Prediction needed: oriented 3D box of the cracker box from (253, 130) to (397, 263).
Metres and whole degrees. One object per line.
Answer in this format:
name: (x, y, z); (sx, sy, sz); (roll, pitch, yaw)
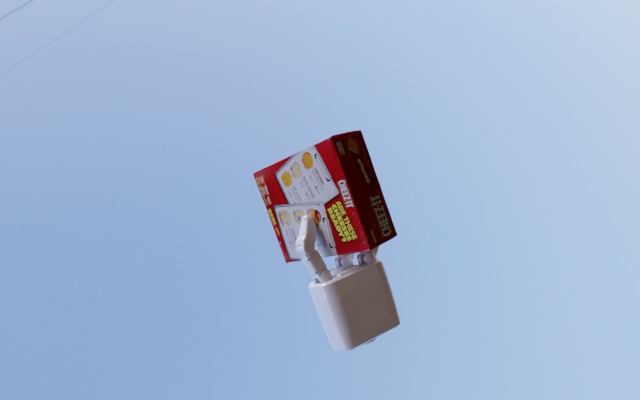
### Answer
cracker box: (0.000, 0.003, 0.737); (0.072, 0.164, 0.214); (-21, 3, -39)
